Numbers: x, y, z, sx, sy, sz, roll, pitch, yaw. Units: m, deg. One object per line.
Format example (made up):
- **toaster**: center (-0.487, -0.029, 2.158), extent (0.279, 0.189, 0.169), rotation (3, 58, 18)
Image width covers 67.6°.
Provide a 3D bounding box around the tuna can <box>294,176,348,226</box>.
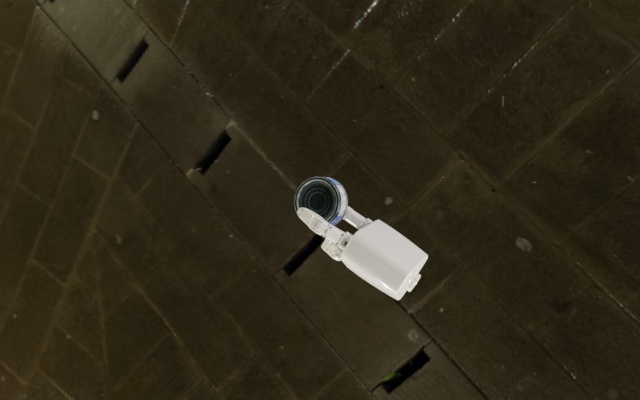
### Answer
- **tuna can**: center (0.000, 0.003, 0.796), extent (0.086, 0.086, 0.034), rotation (0, -2, 25)
